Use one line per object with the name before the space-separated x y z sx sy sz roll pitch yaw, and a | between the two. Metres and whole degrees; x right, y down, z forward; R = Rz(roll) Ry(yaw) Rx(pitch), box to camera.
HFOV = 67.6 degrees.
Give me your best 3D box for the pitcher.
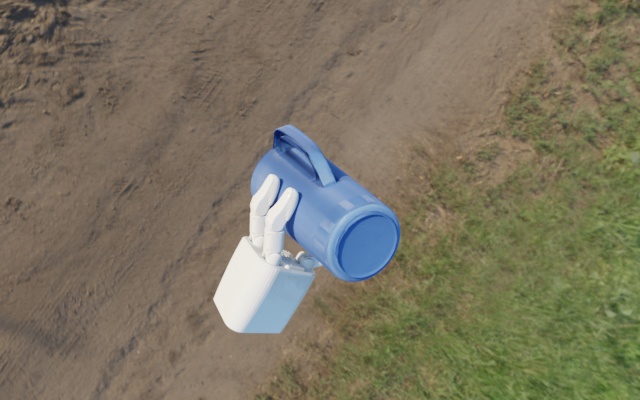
pitcher | 0.000 0.002 0.672 0.149 0.145 0.242 26 7 -35
